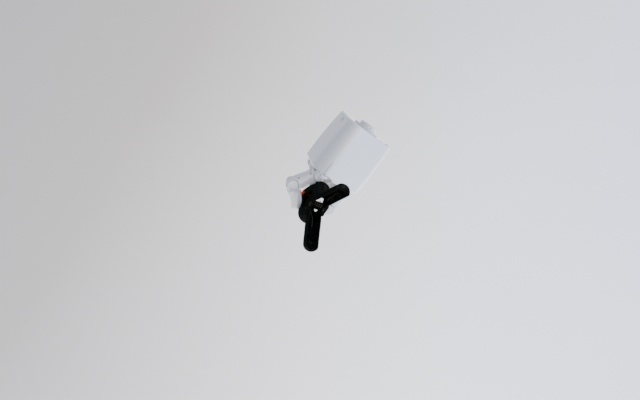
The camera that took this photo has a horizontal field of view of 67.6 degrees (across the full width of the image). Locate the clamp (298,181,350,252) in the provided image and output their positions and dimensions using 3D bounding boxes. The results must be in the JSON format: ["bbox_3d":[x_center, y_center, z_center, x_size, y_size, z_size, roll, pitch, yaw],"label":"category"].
[{"bbox_3d":[0.001,0.003,0.811,0.039,0.120,0.171,34,14,-22],"label":"clamp"}]
